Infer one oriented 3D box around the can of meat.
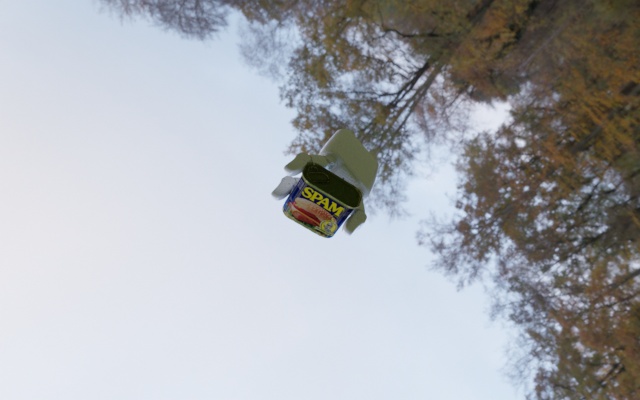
[{"bbox_3d":[0.000,0.003,0.758,0.102,0.084,0.057,31,36,-6],"label":"can of meat"}]
